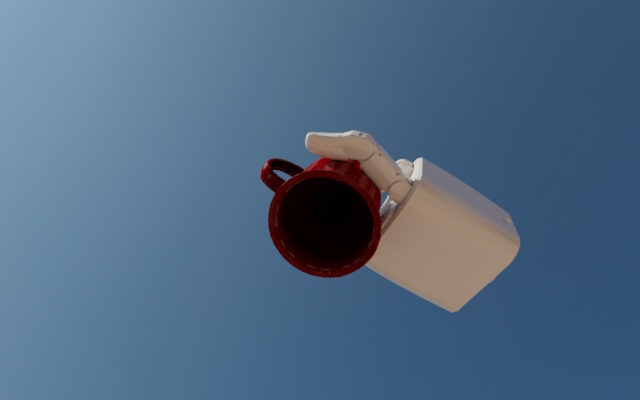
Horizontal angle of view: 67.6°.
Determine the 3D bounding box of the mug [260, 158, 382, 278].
[{"bbox_3d":[-0.001,0.001,0.419,0.117,0.093,0.081,32,22,0],"label":"mug"}]
